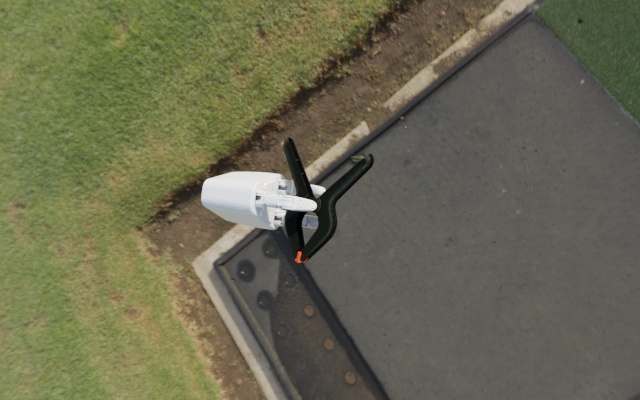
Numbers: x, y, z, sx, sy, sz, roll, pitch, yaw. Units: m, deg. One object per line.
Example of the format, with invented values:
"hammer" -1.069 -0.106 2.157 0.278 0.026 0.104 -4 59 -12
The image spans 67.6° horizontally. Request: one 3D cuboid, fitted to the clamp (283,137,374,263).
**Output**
"clamp" 0.000 0.003 0.796 0.164 0.210 0.036 7 -2 24
